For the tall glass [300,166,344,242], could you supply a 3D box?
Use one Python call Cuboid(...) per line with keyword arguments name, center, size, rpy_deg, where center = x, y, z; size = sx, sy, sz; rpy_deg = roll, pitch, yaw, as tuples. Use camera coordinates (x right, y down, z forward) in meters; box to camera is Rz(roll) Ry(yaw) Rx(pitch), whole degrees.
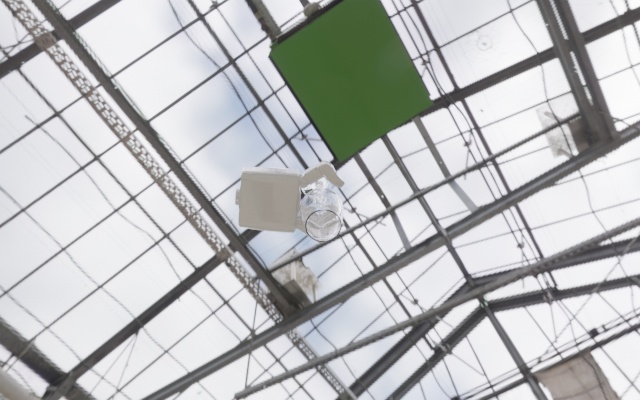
Cuboid(name="tall glass", center=(0.000, 0.003, 0.888), size=(0.079, 0.079, 0.201), rpy_deg=(0, 24, -3))
